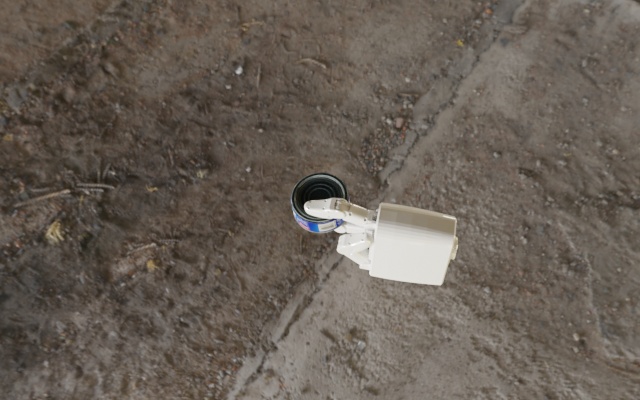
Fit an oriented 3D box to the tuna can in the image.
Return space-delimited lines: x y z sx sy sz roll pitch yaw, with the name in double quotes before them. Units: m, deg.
"tuna can" 0.000 0.002 0.695 0.086 0.086 0.034 0 -29 7
